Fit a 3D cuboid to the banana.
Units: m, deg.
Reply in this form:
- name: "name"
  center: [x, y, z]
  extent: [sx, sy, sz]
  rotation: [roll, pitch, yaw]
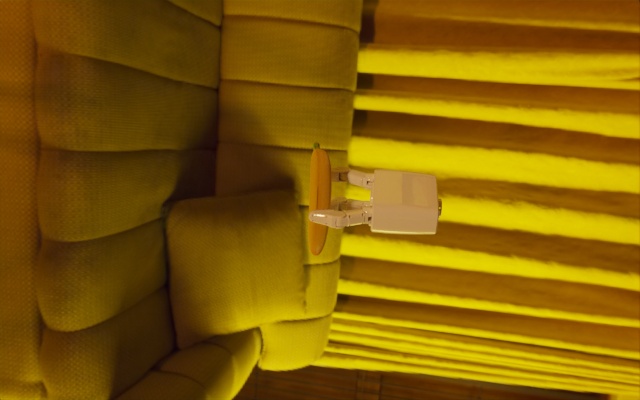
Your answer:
- name: "banana"
  center: [0.000, 0.000, 0.807]
  extent: [0.037, 0.198, 0.069]
  rotation: [3, 4, 2]
